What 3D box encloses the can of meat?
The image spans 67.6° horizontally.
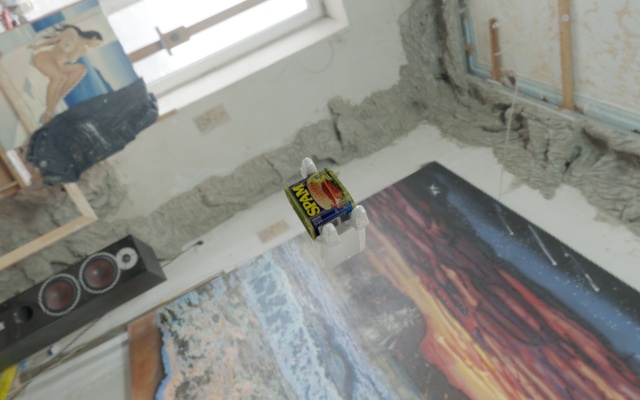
[{"bbox_3d":[0.000,0.002,0.783,0.084,0.102,0.057,-28,-36,-8],"label":"can of meat"}]
